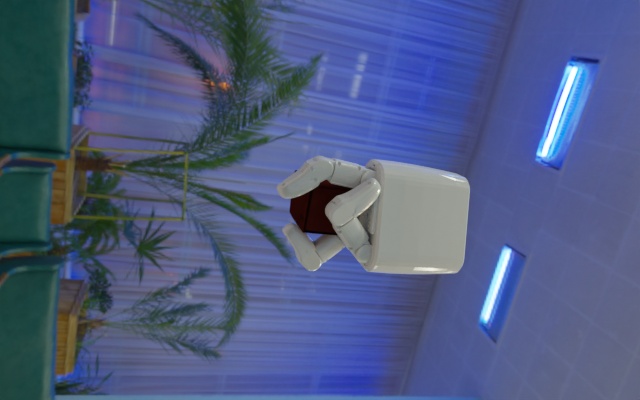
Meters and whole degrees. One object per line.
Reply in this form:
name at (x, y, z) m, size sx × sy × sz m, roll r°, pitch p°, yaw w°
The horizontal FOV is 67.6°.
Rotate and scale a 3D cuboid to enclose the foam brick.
foam brick at (0.000, 0.002, 0.530) m, size 0.051 × 0.053 × 0.078 m, roll 5°, pitch 15°, yaw -17°
